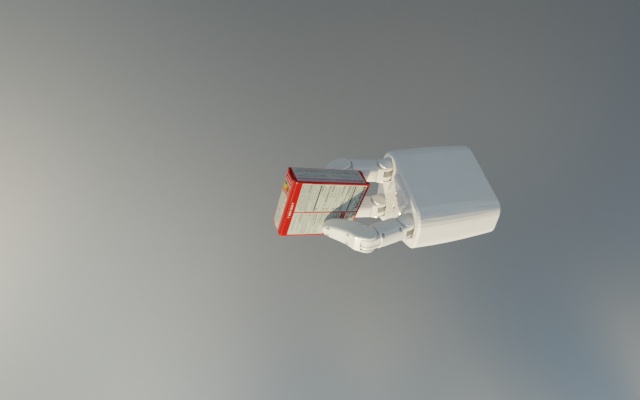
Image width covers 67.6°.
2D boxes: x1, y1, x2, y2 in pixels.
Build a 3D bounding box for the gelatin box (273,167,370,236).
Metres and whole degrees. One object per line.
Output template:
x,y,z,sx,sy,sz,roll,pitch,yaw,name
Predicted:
0.000,0.002,0.519,0.089,0.073,0.030,0,39,-27,gelatin box
